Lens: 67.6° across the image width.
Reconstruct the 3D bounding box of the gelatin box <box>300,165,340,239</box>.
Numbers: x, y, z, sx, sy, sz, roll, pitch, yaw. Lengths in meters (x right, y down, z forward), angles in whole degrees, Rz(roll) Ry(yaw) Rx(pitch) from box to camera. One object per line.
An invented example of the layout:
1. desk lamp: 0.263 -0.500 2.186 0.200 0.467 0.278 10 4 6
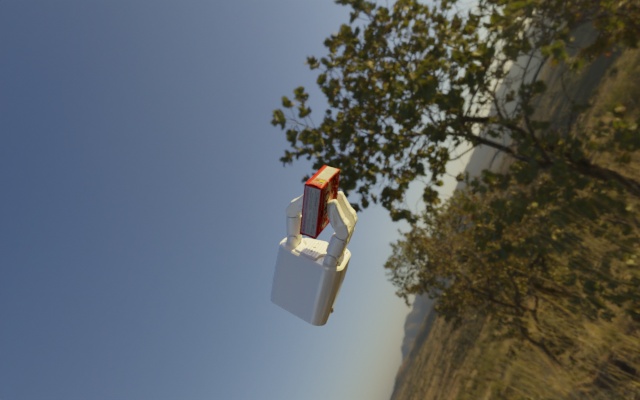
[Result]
1. gelatin box: 0.000 0.002 0.715 0.030 0.089 0.073 16 31 18
